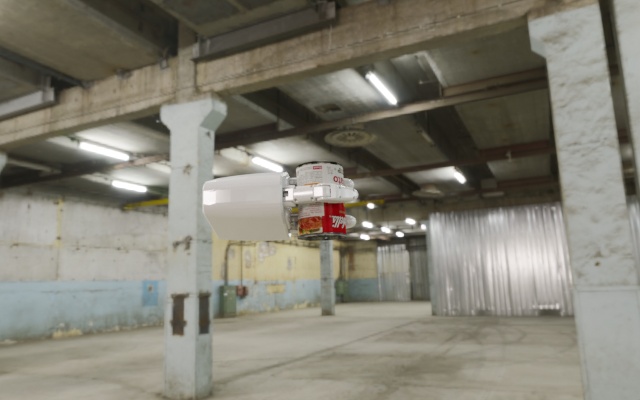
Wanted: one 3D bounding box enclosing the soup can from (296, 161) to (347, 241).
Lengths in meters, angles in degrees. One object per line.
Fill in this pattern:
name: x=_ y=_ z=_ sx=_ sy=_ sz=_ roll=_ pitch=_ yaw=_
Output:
soup can: x=0.001 y=0.002 z=0.665 sx=0.068 sy=0.102 sz=0.068 roll=-2 pitch=-11 yaw=0
